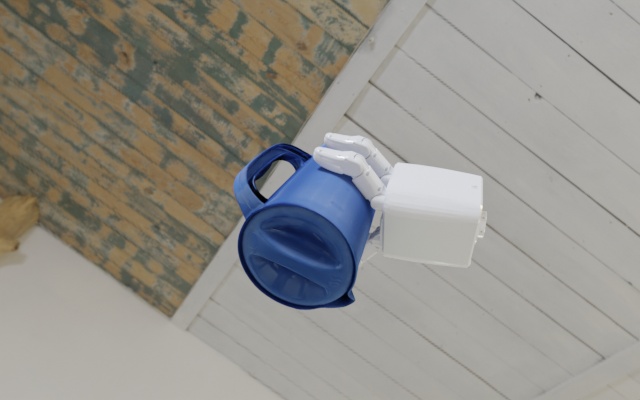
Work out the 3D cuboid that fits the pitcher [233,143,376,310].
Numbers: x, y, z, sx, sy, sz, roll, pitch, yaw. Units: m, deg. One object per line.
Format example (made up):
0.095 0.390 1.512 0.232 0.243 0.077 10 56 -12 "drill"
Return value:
0.000 0.002 0.591 0.145 0.149 0.242 8 30 14 "pitcher"
